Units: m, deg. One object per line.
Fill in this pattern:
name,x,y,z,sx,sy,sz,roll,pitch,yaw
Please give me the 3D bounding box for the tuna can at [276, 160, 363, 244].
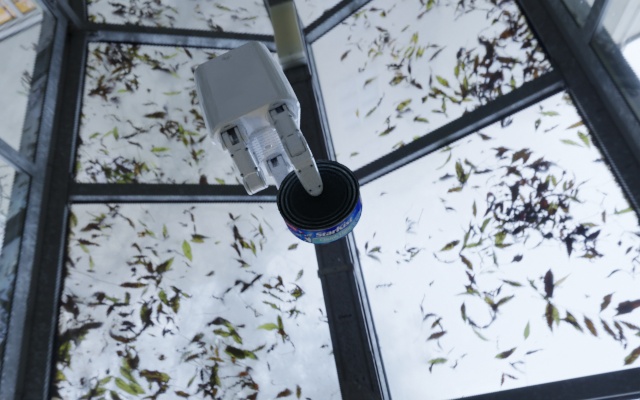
tuna can,0.000,0.002,0.492,0.086,0.086,0.034,0,-33,13
